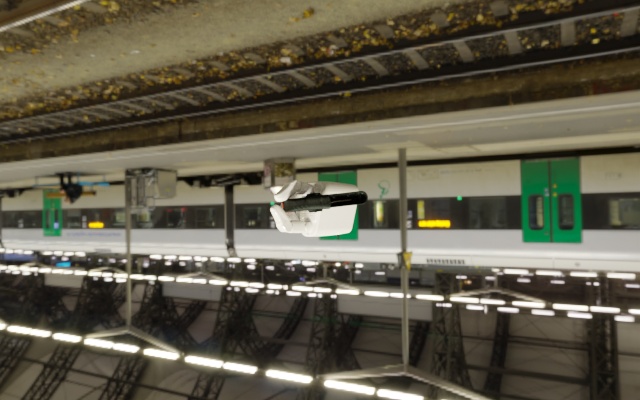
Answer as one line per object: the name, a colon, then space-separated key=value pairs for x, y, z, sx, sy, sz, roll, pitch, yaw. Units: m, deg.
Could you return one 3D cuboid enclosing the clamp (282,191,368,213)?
clamp: x=0.000 y=0.004 z=0.891 sx=0.120 sy=0.039 sz=0.171 roll=1 pitch=-2 yaw=-40
